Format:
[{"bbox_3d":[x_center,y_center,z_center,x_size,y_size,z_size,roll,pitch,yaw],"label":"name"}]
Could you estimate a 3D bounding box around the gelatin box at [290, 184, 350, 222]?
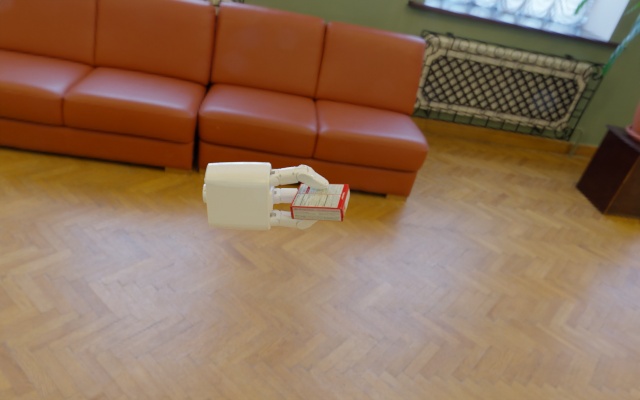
[{"bbox_3d":[0.000,0.002,0.806,0.089,0.030,0.073,1,34,13],"label":"gelatin box"}]
